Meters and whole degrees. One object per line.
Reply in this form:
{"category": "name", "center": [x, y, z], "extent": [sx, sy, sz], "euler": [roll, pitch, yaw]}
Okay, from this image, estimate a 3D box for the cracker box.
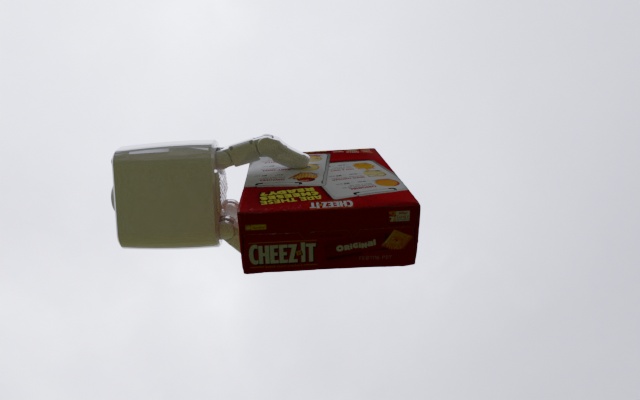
{"category": "cracker box", "center": [0.000, 0.001, 0.525], "extent": [0.164, 0.072, 0.213], "euler": [-3, 20, -4]}
